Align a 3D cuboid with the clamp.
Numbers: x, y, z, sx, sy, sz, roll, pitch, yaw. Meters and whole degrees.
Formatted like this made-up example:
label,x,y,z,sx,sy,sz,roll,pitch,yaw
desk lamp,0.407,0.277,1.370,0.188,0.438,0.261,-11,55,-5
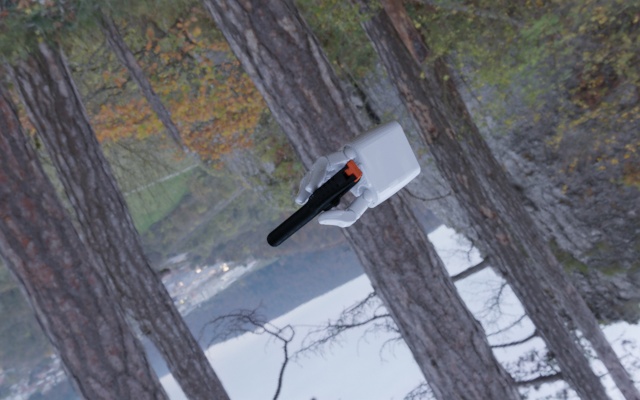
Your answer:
label,x,y,z,sx,sy,sz,roll,pitch,yaw
clamp,0.001,0.003,0.749,0.164,0.036,0.210,-35,-6,-28
